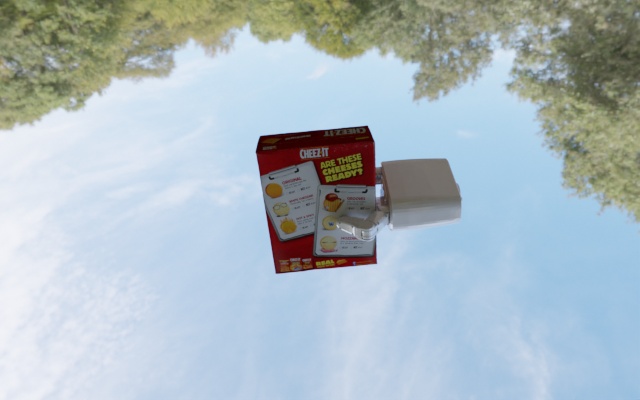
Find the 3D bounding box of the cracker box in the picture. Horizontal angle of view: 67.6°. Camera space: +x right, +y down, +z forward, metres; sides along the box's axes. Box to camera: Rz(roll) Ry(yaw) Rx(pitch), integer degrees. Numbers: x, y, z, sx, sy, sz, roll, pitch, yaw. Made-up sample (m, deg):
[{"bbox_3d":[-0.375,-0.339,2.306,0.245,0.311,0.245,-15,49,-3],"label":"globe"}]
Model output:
[{"bbox_3d":[0.000,0.003,0.720,0.164,0.214,0.072,-6,31,0],"label":"cracker box"}]
